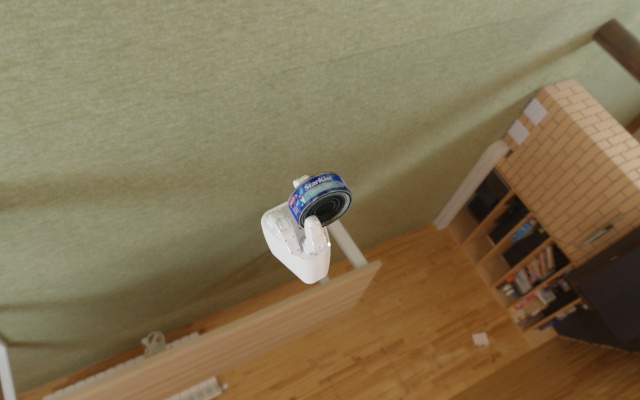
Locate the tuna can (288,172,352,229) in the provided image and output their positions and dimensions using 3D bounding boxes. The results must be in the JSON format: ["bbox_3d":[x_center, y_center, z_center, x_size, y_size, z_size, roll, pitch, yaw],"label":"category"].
[{"bbox_3d":[0.000,0.003,0.657,0.086,0.033,0.086,-22,-32,-15],"label":"tuna can"}]
